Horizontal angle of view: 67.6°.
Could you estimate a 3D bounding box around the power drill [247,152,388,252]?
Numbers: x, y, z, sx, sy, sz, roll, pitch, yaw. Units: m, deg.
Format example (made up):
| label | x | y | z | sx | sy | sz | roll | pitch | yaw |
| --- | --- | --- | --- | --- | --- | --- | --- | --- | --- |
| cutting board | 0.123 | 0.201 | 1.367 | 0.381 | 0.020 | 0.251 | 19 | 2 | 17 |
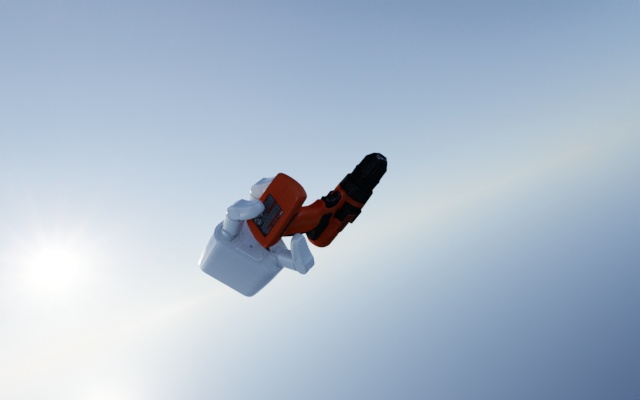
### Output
| label | x | y | z | sx | sy | sz | roll | pitch | yaw |
| --- | --- | --- | --- | --- | --- | --- | --- | --- | --- |
| power drill | 0.000 | 0.002 | 0.684 | 0.187 | 0.184 | 0.057 | 0 | 42 | -51 |
